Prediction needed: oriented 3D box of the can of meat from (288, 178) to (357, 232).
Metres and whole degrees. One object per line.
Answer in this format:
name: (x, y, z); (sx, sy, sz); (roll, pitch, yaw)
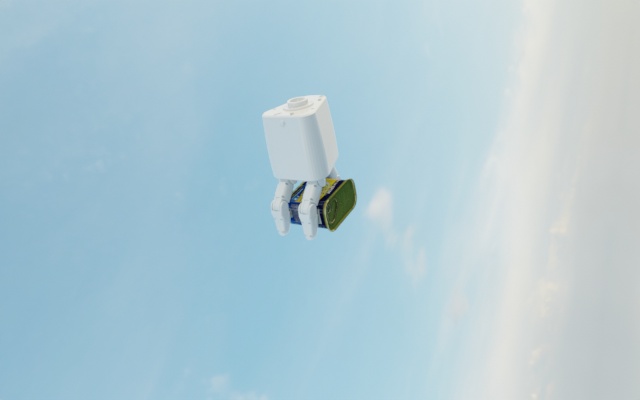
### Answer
can of meat: (0.000, 0.003, 0.795); (0.084, 0.057, 0.102); (7, 35, 31)
